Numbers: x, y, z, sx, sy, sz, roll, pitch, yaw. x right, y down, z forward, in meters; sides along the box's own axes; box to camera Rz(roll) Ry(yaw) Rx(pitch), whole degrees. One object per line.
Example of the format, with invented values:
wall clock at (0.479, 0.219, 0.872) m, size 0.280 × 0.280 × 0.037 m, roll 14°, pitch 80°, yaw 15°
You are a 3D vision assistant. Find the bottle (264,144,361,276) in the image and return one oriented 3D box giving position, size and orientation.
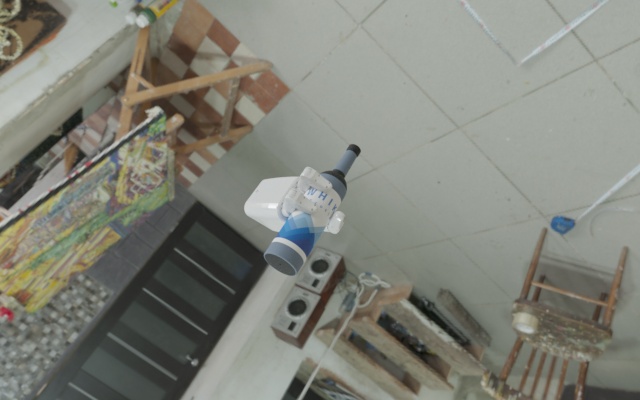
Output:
bottle at (0.000, 0.003, 0.892) m, size 0.069 × 0.295 × 0.069 m, roll 24°, pitch -30°, yaw 15°
